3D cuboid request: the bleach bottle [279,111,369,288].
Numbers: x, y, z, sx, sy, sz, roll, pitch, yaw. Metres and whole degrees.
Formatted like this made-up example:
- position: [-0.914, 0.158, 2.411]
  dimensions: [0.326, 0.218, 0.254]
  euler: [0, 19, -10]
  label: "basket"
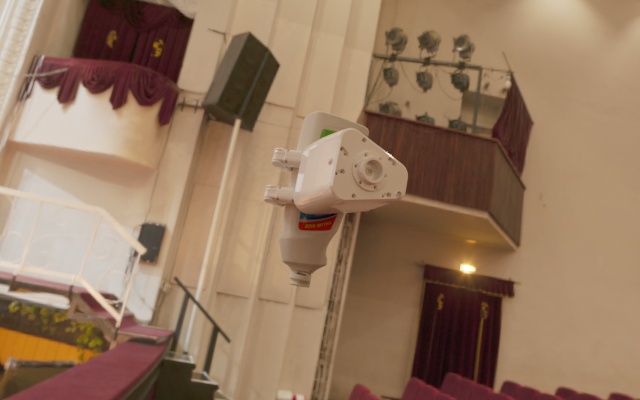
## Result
- position: [0.000, 0.002, 0.702]
  dimensions: [0.102, 0.250, 0.068]
  euler: [16, -14, -24]
  label: "bleach bottle"
